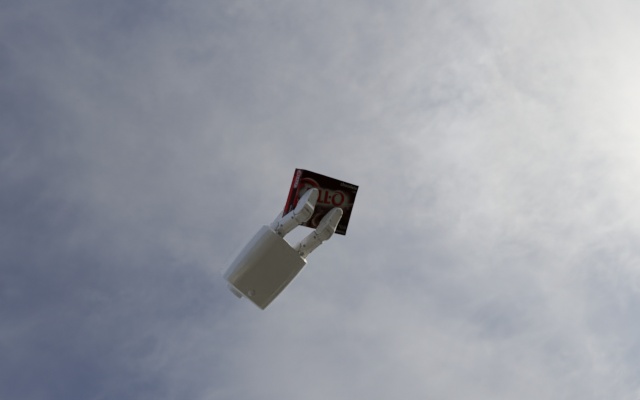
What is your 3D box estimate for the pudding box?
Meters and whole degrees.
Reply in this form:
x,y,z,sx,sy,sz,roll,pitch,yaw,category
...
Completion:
x,y,z,sx,sy,sz,roll,pitch,yaw,category
0.000,0.003,0.801,0.113,0.090,0.039,15,2,-30,pudding box
